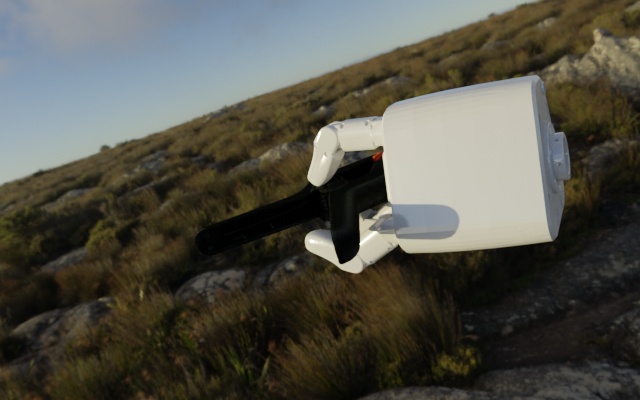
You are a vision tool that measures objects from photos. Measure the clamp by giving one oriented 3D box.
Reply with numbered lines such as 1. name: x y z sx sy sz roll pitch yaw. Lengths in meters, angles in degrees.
1. clamp: 0.000 0.000 0.435 0.164 0.036 0.210 -4 19 33
